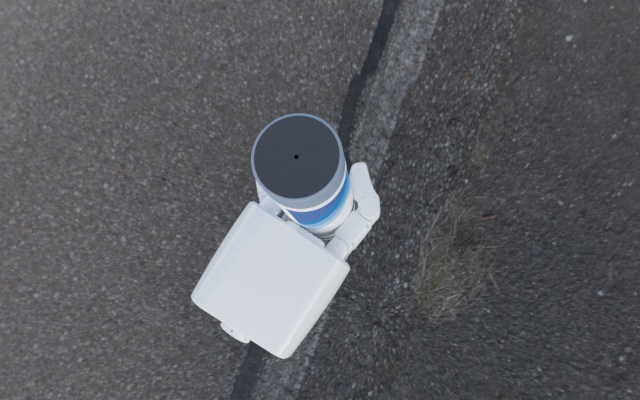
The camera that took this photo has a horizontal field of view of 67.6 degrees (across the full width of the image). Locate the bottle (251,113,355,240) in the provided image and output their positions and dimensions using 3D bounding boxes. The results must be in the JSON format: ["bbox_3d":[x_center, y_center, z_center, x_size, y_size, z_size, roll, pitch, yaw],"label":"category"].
[{"bbox_3d":[0.000,0.001,0.480,0.069,0.069,0.296,0,-13,7],"label":"bottle"}]
